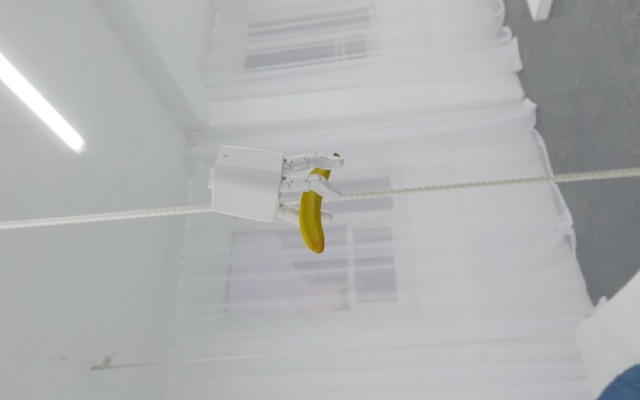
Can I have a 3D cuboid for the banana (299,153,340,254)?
[{"bbox_3d":[-0.009,0.008,0.797,0.037,0.197,0.070,24,-36,-22],"label":"banana"}]
